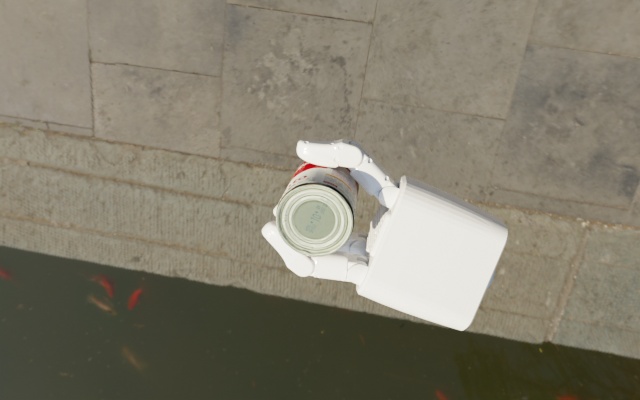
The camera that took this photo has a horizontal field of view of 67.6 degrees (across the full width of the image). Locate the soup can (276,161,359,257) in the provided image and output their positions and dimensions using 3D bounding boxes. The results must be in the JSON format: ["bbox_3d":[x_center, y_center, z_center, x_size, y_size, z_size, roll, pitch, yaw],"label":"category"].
[{"bbox_3d":[0.000,0.001,0.440,0.068,0.068,0.102,0,19,6],"label":"soup can"}]
